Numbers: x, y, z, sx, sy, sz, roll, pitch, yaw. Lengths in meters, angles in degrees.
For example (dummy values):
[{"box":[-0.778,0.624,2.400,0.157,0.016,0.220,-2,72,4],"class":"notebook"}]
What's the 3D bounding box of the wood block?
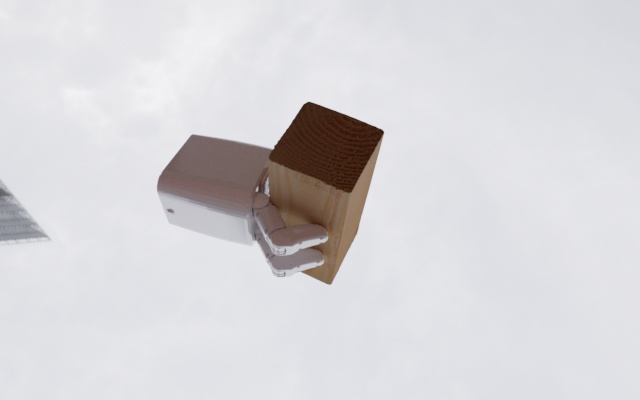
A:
[{"box":[0.000,0.001,0.548,0.090,0.090,0.206,23,-32,10],"class":"wood block"}]
